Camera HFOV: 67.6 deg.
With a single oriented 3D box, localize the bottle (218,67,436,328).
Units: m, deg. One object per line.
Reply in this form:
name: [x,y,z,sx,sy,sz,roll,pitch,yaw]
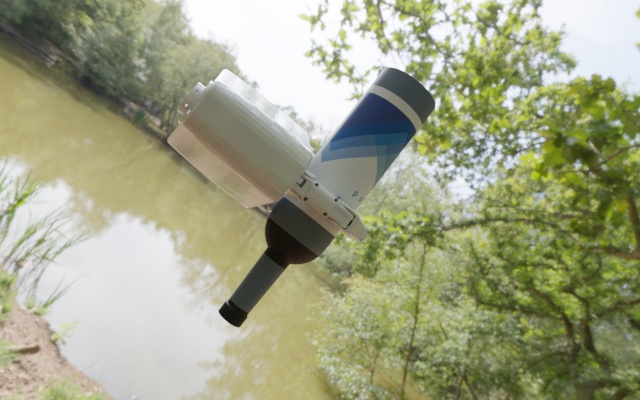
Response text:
bottle: [0.000,0.001,0.480,0.069,0.295,0.069,38,-3,3]
